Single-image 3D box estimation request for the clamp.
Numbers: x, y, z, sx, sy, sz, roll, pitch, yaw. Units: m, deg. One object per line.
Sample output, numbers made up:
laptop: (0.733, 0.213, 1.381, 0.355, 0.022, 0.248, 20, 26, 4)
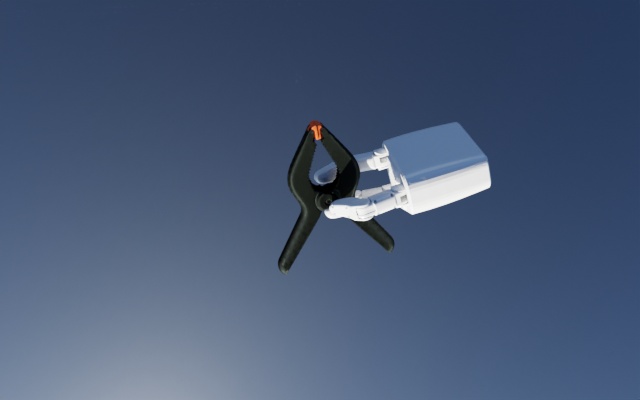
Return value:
clamp: (0.000, 0.002, 0.630, 0.164, 0.210, 0.036, -18, 24, -2)
